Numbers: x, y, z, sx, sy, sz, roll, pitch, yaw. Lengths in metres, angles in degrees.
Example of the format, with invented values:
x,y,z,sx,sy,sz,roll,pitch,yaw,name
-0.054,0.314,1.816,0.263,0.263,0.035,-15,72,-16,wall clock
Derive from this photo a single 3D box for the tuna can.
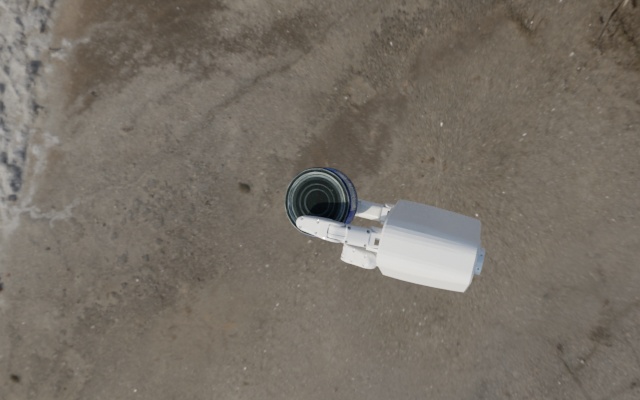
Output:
x,y,z,sx,sy,sz,roll,pitch,yaw,name
0.000,0.002,0.583,0.086,0.086,0.034,0,2,19,tuna can
